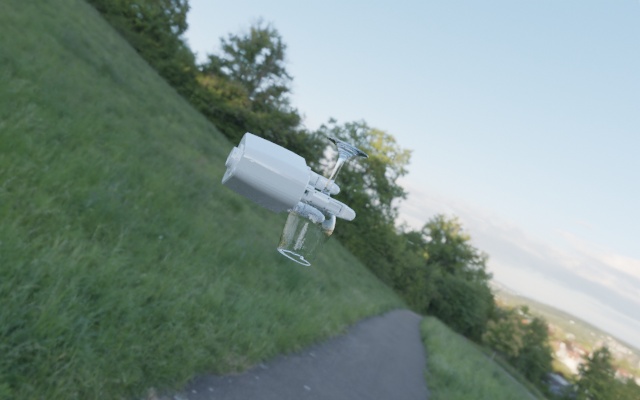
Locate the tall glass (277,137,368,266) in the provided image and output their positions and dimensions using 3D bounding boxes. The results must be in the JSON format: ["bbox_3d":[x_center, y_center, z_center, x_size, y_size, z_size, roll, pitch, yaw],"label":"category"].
[{"bbox_3d":[0.001,0.002,0.774,0.079,0.201,0.079,26,0,0],"label":"tall glass"}]
